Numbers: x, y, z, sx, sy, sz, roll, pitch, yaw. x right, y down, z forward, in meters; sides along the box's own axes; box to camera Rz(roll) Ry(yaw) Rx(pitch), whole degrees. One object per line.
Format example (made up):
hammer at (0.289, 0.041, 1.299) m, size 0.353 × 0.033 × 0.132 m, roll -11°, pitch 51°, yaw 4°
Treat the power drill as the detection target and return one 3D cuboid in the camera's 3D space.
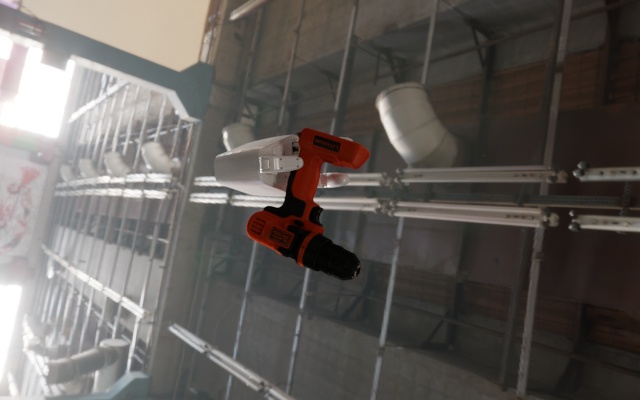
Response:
power drill at (0.000, 0.002, 0.679) m, size 0.184 × 0.187 × 0.057 m, roll 22°, pitch -4°, yaw 23°
